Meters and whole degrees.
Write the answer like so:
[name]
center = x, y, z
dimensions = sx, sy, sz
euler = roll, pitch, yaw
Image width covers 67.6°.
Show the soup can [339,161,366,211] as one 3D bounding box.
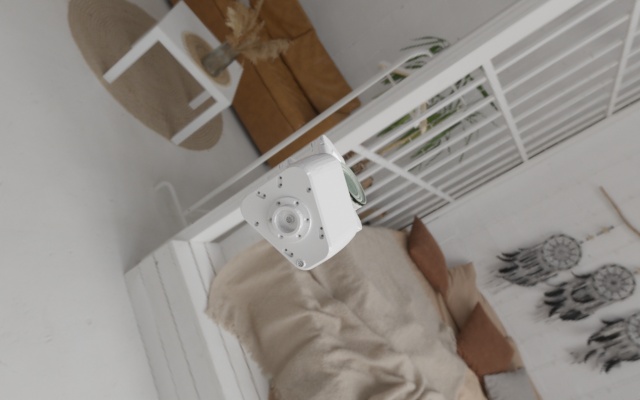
[soup can]
center = 0.001, 0.002, 0.630
dimensions = 0.102, 0.068, 0.068
euler = -32, -12, 20
